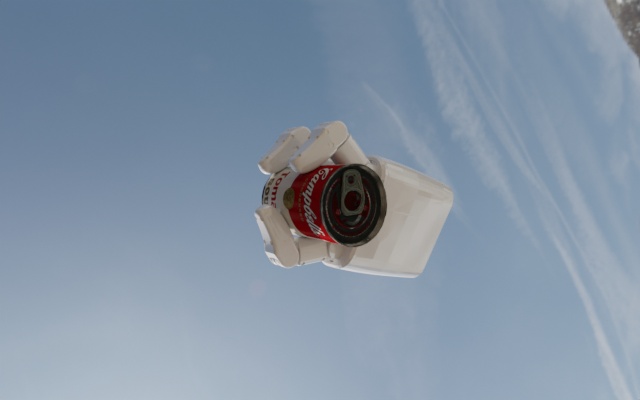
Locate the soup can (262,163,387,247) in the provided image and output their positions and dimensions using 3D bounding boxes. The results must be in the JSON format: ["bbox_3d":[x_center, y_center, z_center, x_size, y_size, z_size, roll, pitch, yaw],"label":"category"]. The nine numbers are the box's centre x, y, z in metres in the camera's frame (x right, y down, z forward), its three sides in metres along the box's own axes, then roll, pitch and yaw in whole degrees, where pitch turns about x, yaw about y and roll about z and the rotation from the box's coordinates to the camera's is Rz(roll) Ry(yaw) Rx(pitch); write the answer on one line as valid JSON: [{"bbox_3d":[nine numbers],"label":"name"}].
[{"bbox_3d":[-0.001,0.001,0.424,0.068,0.068,0.102,0,3,-35],"label":"soup can"}]
